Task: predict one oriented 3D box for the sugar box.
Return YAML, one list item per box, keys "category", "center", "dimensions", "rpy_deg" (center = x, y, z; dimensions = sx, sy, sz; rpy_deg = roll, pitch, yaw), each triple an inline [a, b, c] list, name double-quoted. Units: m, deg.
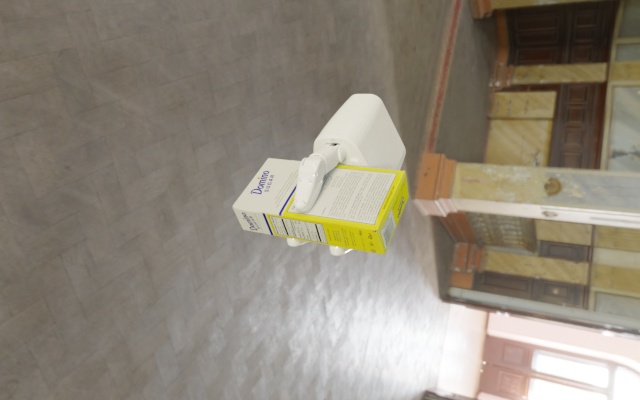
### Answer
- category: "sugar box"
  center: [0.000, 0.002, 0.537]
  dimensions: [0.176, 0.048, 0.093]
  rpy_deg: [6, 46, 28]
